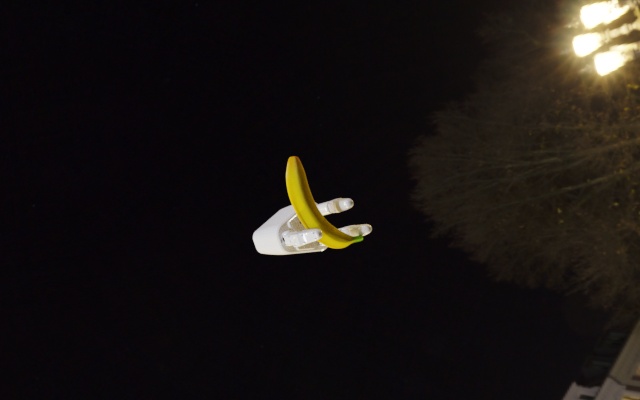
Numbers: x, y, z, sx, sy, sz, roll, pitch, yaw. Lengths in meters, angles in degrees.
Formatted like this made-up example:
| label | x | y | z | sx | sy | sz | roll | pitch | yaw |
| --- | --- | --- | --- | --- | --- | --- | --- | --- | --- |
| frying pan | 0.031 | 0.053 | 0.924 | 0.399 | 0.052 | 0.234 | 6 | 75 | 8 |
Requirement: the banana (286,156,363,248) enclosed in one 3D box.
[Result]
| label | x | y | z | sx | sy | sz | roll | pitch | yaw |
| --- | --- | --- | --- | --- | --- | --- | --- | --- | --- |
| banana | -0.009 | 0.017 | 0.826 | 0.069 | 0.198 | 0.037 | -48 | 18 | -28 |
